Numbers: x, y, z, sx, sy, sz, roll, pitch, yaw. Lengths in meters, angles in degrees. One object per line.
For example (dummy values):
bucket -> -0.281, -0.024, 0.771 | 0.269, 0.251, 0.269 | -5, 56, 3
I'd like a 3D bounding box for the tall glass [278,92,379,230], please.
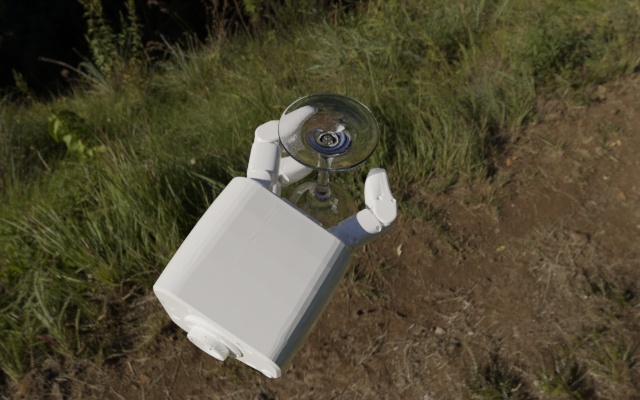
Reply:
tall glass -> 0.000, 0.001, 0.430 | 0.079, 0.079, 0.201 | 0, -32, -4
